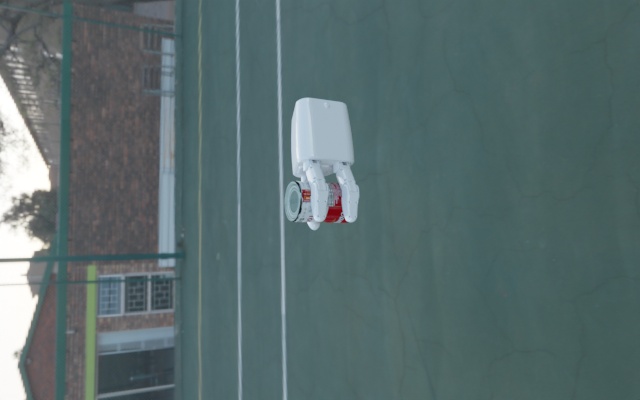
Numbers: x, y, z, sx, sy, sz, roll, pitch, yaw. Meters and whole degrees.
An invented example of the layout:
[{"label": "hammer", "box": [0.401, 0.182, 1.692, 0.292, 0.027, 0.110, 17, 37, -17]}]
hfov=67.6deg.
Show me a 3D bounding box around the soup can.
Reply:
[{"label": "soup can", "box": [0.000, 0.003, 0.784, 0.102, 0.068, 0.068, 2, -1, -26]}]
